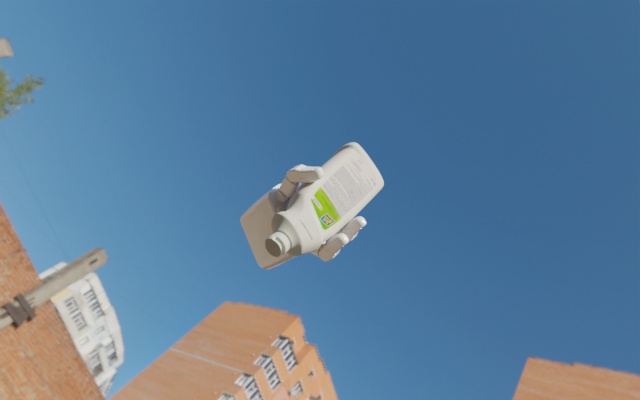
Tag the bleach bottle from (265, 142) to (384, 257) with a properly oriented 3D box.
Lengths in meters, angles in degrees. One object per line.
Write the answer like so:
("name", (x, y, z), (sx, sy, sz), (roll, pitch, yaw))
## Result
("bleach bottle", (0.000, 0.002, 0.730), (0.068, 0.102, 0.250), (-34, 3, 45))
